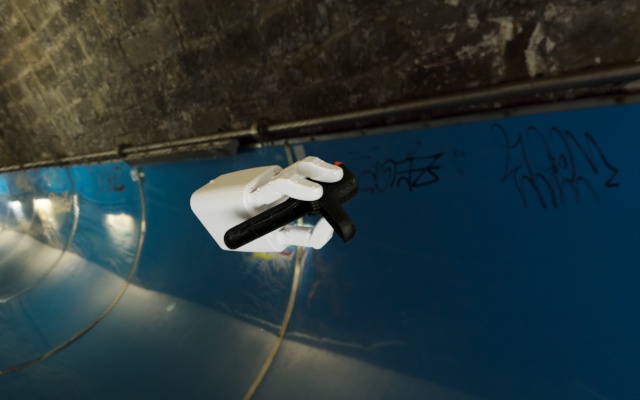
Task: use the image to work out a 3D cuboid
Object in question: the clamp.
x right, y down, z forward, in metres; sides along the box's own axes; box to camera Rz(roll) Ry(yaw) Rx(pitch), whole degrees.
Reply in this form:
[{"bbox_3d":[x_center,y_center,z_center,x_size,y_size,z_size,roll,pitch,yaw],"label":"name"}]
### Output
[{"bbox_3d":[0.000,0.002,0.599,0.164,0.036,0.210,-2,25,32],"label":"clamp"}]
